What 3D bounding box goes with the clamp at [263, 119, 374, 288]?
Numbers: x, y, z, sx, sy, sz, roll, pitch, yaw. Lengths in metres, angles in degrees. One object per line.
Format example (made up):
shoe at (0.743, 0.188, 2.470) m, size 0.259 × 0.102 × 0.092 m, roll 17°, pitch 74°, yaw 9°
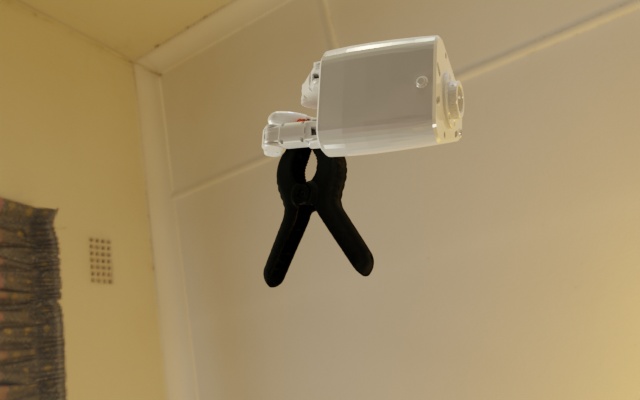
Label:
clamp at (0.000, 0.001, 0.467) m, size 0.120 × 0.171 × 0.039 m, roll -1°, pitch -10°, yaw 28°
